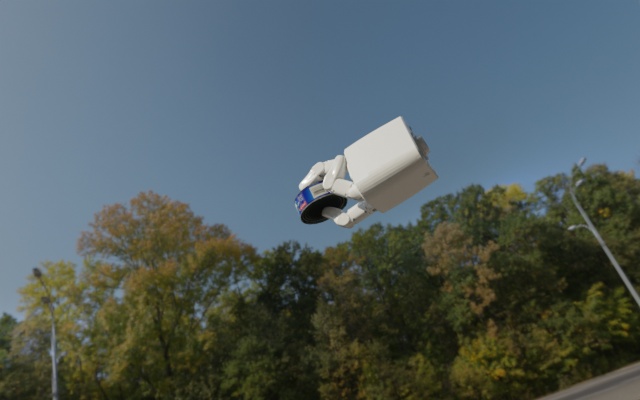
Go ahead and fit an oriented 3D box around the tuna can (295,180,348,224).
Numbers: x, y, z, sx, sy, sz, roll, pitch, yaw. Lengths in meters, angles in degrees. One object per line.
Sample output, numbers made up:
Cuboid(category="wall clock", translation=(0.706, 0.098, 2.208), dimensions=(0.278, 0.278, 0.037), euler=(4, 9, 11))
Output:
Cuboid(category="tuna can", translation=(0.000, 0.002, 0.807), dimensions=(0.086, 0.033, 0.086), euler=(-20, -28, -11))
